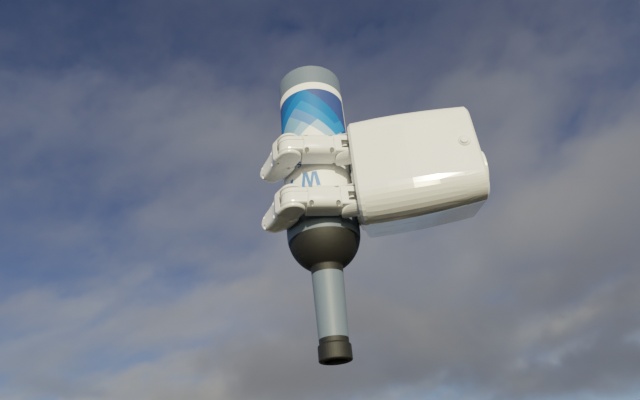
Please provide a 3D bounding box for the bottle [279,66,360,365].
[{"bbox_3d":[0.000,0.001,0.451,0.069,0.295,0.069,-4,-31,-2],"label":"bottle"}]
